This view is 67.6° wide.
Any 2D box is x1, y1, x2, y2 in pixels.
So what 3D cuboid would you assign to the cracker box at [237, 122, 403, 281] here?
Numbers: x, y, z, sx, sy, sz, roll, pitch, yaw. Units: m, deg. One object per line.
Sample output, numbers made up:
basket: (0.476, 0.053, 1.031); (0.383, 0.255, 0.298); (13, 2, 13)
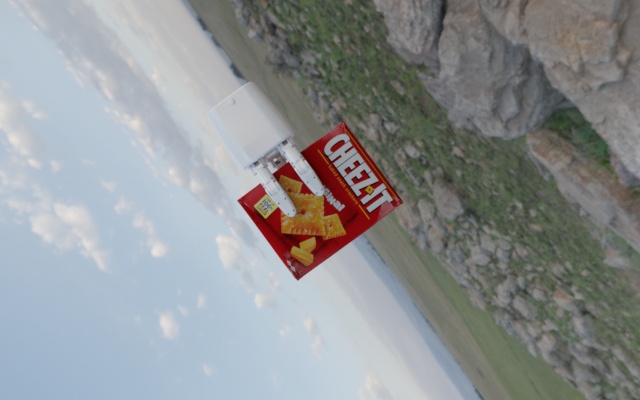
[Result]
cracker box: (0.000, 0.003, 0.778); (0.213, 0.164, 0.072); (-36, -2, 1)
